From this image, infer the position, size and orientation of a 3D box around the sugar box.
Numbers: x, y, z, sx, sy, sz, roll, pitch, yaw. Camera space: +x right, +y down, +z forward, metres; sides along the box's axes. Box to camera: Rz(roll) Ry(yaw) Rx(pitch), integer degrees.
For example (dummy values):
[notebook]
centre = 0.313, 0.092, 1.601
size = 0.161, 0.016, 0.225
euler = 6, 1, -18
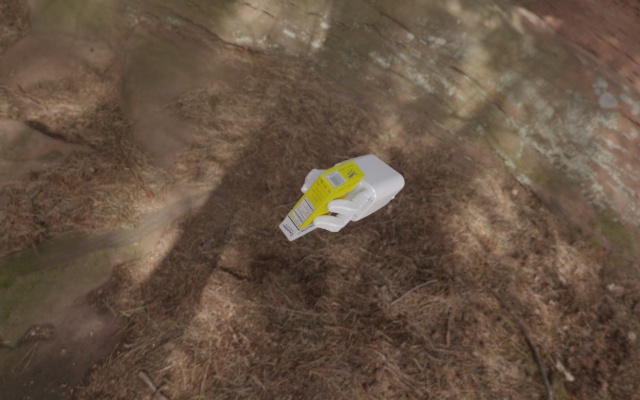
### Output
[sugar box]
centre = 0.001, 0.003, 0.893
size = 0.093, 0.048, 0.176
euler = -25, -20, -43
